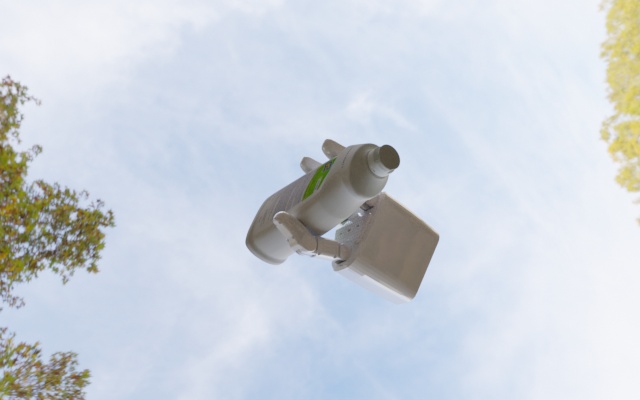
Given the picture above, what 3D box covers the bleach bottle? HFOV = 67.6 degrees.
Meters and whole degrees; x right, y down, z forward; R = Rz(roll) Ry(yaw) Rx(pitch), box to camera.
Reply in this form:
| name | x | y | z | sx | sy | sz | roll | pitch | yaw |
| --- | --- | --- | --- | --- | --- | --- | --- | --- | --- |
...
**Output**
| name | x | y | z | sx | sy | sz | roll | pitch | yaw |
| --- | --- | --- | --- | --- | --- | --- | --- | --- | --- |
| bleach bottle | 0.000 | 0.002 | 0.579 | 0.068 | 0.102 | 0.251 | 34 | -34 | -19 |
